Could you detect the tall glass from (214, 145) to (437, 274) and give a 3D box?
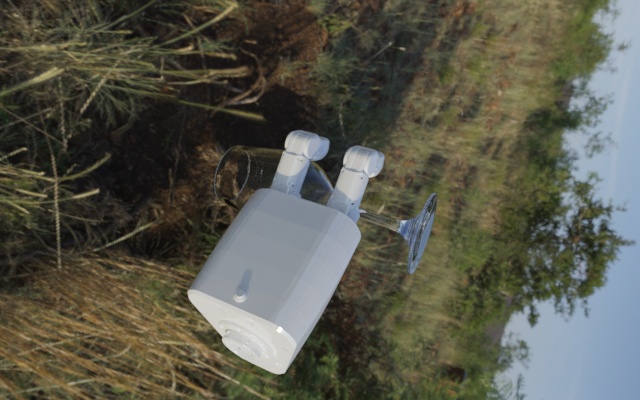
[{"bbox_3d":[0.001,0.002,0.447,0.201,0.079,0.079,17,6,21],"label":"tall glass"}]
